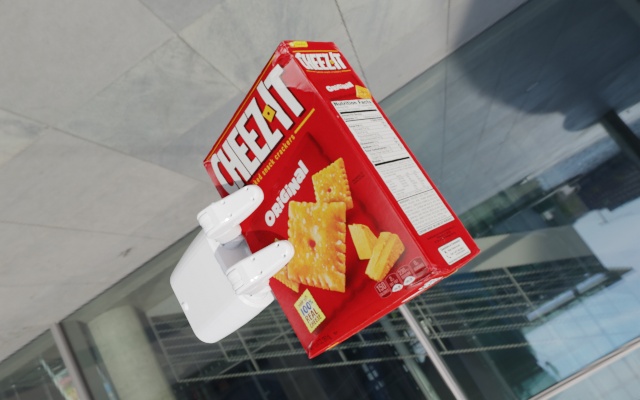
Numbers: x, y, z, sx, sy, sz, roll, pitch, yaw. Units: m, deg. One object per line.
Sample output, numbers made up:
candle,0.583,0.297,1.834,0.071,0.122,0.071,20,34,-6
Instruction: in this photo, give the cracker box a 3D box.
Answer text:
cracker box,0.000,0.001,0.406,0.072,0.213,0.164,-16,-22,-47
